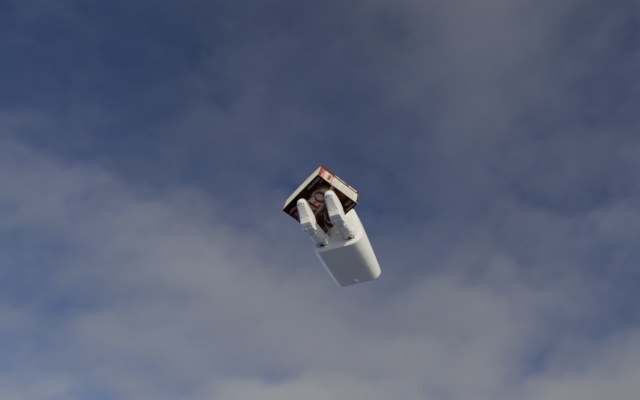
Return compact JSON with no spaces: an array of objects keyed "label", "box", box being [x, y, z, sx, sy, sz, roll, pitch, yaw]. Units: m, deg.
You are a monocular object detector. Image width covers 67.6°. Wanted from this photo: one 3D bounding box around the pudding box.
[{"label":"pudding box","box":[0.000,0.003,0.858,0.090,0.113,0.039,35,34,-15]}]
